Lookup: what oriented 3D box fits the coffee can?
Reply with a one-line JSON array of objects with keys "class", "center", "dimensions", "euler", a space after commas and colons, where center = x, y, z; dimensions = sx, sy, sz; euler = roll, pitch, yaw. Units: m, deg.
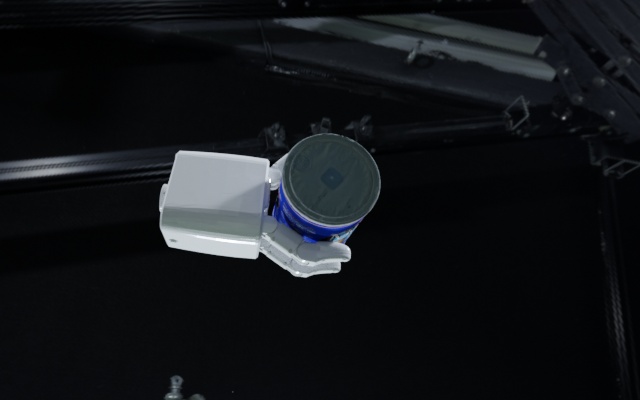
[{"class": "coffee can", "center": [0.000, 0.002, 0.550], "dimensions": [0.103, 0.102, 0.140], "euler": [0, -21, -10]}]
